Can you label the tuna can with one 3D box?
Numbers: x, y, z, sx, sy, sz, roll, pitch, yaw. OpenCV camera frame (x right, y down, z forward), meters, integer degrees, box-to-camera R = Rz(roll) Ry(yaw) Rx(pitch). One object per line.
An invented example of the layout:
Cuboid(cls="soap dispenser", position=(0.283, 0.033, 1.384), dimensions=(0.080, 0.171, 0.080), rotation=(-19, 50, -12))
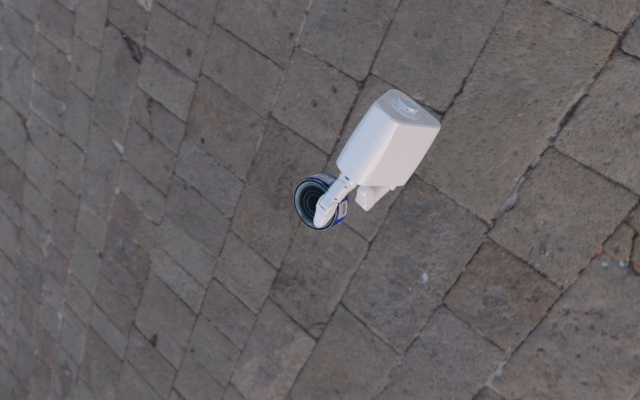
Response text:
Cuboid(cls="tuna can", position=(0.000, 0.003, 0.729), dimensions=(0.086, 0.086, 0.033), rotation=(0, 17, 39))
